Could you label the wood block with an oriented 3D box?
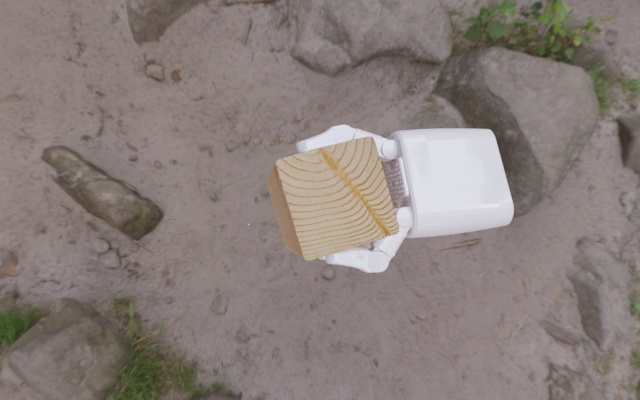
[{"bbox_3d":[0.000,0.001,0.505,0.090,0.091,0.206,-16,0,-9],"label":"wood block"}]
